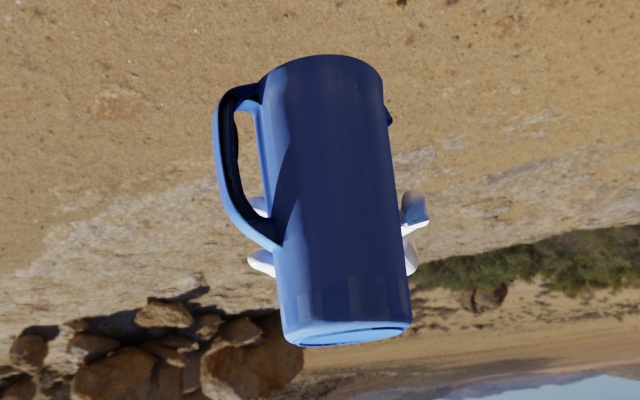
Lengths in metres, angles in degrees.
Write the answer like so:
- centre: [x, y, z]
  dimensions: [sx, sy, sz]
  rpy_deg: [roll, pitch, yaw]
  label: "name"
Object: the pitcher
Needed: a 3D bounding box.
- centre: [0.000, 0.001, 0.432]
  dimensions: [0.149, 0.242, 0.145]
  rpy_deg: [-13, -23, 14]
  label: "pitcher"
